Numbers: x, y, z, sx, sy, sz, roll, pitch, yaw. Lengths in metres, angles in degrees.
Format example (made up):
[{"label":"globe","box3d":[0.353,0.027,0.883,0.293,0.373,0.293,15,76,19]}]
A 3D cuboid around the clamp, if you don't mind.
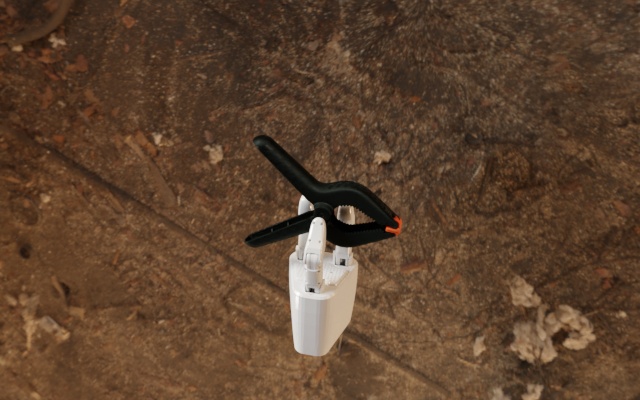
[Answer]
[{"label":"clamp","box3d":[0.000,0.003,0.611,0.210,0.165,0.036,7,30,9]}]
